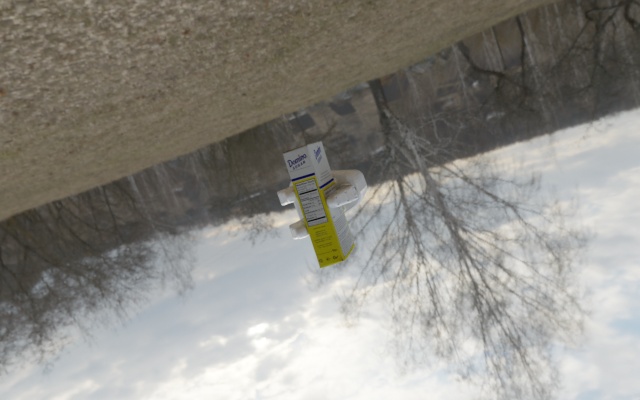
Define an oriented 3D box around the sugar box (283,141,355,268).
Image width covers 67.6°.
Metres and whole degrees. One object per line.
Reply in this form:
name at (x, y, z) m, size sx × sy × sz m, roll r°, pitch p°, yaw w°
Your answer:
sugar box at (0.000, 0.003, 0.715) m, size 0.048 × 0.176 × 0.093 m, roll -19°, pitch 5°, yaw 16°
